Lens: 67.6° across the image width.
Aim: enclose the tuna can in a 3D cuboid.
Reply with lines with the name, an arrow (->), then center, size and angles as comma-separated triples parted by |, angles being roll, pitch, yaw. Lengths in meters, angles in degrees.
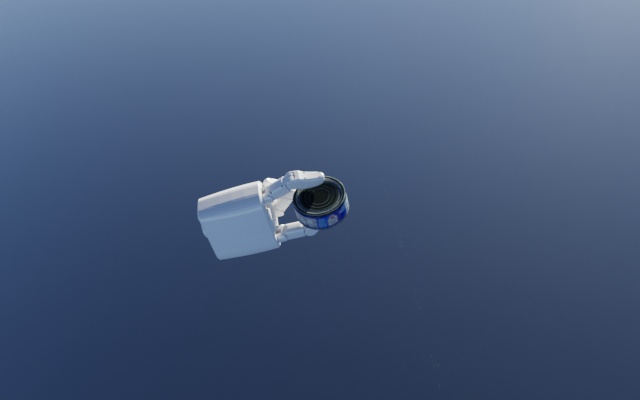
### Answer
tuna can -> 0.000, 0.002, 0.744 | 0.086, 0.086, 0.034 | 0, -41, 12
